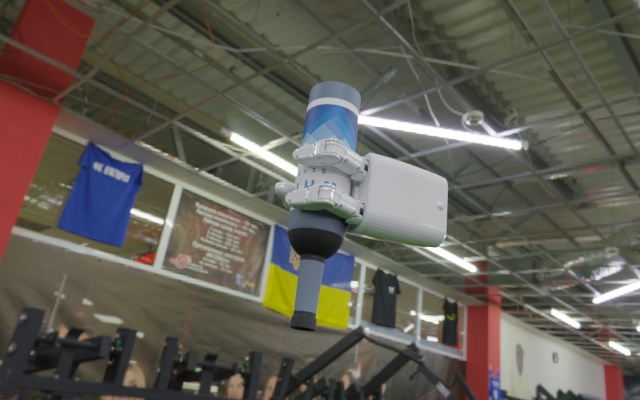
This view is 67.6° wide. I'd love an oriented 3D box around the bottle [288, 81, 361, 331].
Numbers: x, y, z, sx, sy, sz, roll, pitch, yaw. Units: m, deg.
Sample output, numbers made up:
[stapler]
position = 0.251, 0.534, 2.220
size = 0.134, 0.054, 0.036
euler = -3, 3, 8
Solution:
[bottle]
position = 0.000, 0.002, 0.563
size = 0.069, 0.295, 0.069
euler = 7, -21, 3
